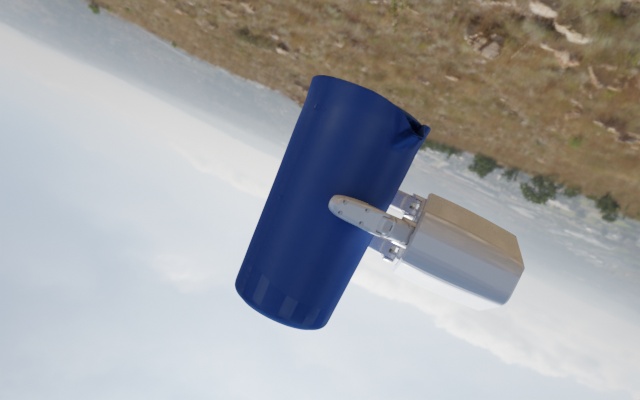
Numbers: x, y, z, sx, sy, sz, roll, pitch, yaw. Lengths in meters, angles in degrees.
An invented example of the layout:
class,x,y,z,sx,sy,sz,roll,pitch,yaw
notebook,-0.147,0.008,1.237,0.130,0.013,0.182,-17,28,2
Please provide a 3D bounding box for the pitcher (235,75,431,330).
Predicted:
class,x,y,z,sx,sy,sz,roll,pitch,yaw
pitcher,0.000,0.002,0.509,0.145,0.243,0.149,25,3,7
